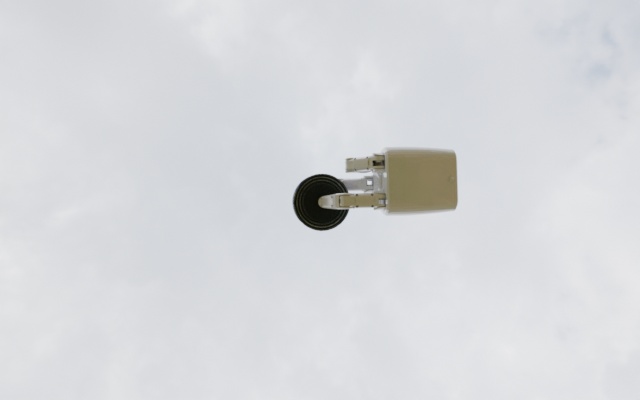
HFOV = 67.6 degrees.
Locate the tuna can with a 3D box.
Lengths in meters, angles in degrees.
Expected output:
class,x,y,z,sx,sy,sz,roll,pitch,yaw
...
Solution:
class,x,y,z,sx,sy,sz,roll,pitch,yaw
tuna can,0.000,0.002,0.727,0.086,0.086,0.034,0,2,-9
